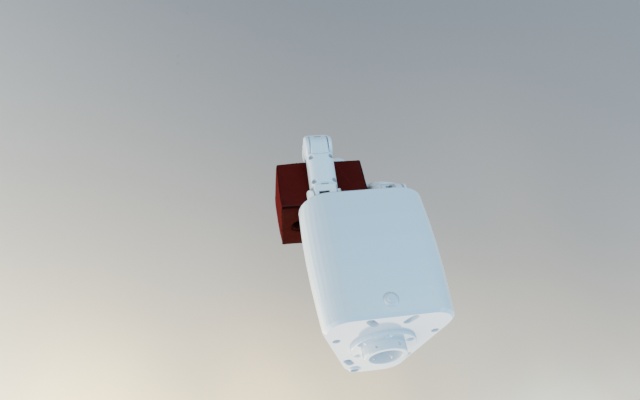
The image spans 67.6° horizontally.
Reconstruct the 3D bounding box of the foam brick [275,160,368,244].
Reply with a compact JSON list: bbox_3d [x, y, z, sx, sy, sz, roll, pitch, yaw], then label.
[{"bbox_3d":[0.000,0.001,0.424,0.078,0.051,0.053,-4,-38,-7],"label":"foam brick"}]
